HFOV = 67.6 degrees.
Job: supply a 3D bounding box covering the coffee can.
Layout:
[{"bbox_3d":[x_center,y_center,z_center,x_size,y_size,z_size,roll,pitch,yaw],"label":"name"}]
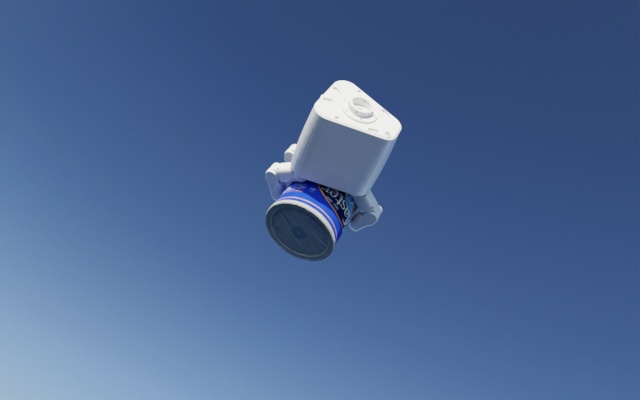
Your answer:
[{"bbox_3d":[0.000,0.002,0.686,0.103,0.103,0.140,0,37,32],"label":"coffee can"}]
